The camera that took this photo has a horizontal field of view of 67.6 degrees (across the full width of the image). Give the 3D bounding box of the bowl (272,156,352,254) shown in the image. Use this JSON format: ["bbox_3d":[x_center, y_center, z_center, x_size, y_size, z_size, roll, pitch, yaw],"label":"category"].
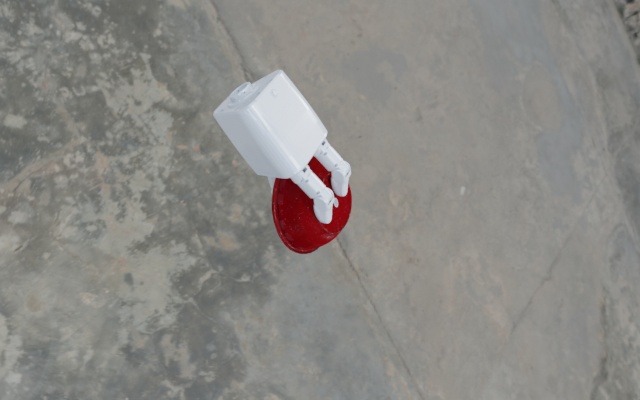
[{"bbox_3d":[0.001,0.003,0.715,0.055,0.162,0.162,3,2,36],"label":"bowl"}]
